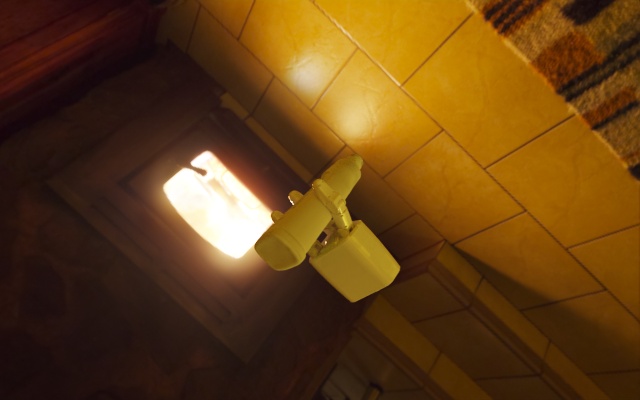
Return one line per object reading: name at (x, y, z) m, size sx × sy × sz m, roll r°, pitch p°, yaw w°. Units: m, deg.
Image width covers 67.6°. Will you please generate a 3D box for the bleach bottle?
bleach bottle at (0.000, 0.003, 0.784) m, size 0.250 × 0.068 × 0.102 m, roll -49°, pitch 10°, yaw -34°
